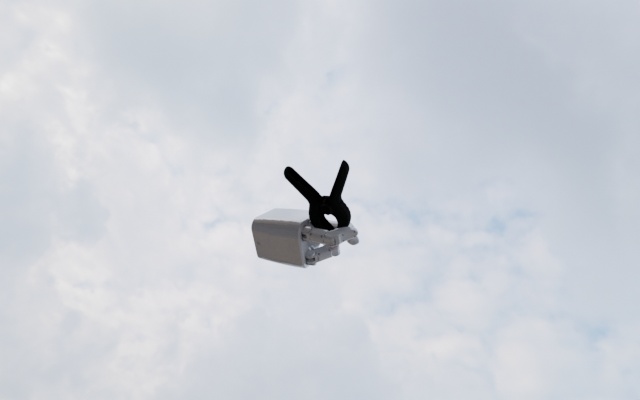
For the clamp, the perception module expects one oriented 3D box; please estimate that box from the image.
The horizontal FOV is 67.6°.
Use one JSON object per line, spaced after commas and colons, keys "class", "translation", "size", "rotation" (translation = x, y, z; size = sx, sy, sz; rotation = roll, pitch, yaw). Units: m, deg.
{"class": "clamp", "translation": [0.000, 0.003, 0.860], "size": [0.120, 0.172, 0.039], "rotation": [7, 32, 23]}
